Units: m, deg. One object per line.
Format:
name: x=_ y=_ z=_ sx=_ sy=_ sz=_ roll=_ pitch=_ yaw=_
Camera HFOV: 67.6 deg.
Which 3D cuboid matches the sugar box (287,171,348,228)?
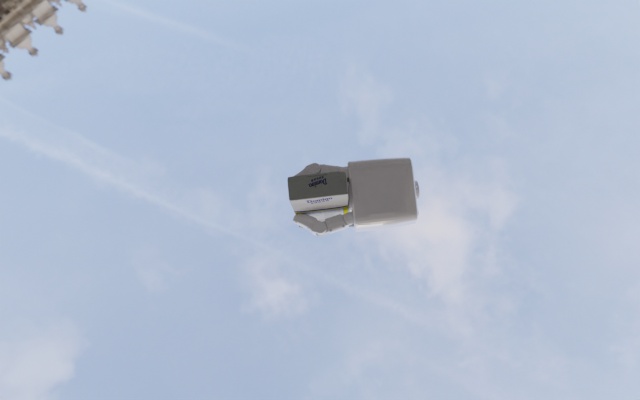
sugar box: x=0.000 y=0.002 z=0.810 sx=0.093 sy=0.048 sz=0.176 roll=-6 pitch=-20 yaw=1
